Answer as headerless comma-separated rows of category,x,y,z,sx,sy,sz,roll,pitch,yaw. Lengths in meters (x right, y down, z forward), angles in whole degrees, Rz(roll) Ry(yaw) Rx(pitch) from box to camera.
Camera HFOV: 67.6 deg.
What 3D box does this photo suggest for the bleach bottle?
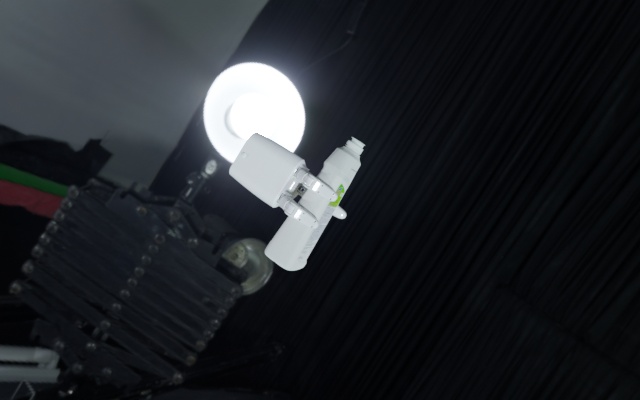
bleach bottle,0.000,0.003,0.843,0.068,0.251,0.102,34,6,13
